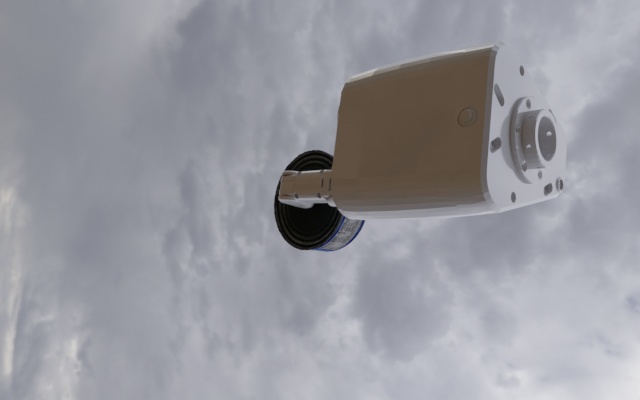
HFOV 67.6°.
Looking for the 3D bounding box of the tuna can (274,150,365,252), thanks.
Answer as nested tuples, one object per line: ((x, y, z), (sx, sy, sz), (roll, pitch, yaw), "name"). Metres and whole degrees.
((0.000, 0.001, 0.415), (0.086, 0.086, 0.034), (0, -8, 44), "tuna can")
